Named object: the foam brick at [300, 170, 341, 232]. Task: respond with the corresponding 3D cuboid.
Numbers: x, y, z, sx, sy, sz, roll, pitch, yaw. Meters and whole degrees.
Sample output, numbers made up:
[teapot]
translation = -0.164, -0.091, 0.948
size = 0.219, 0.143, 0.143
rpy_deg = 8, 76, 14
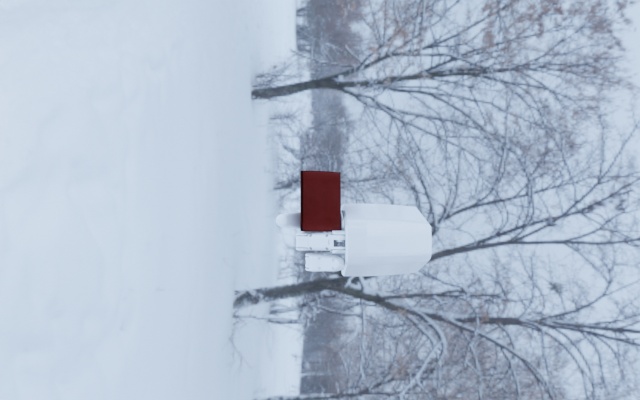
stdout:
[foam brick]
translation = 0.000, 0.002, 0.623
size = 0.051, 0.078, 0.053
rpy_deg = 0, -2, 0
